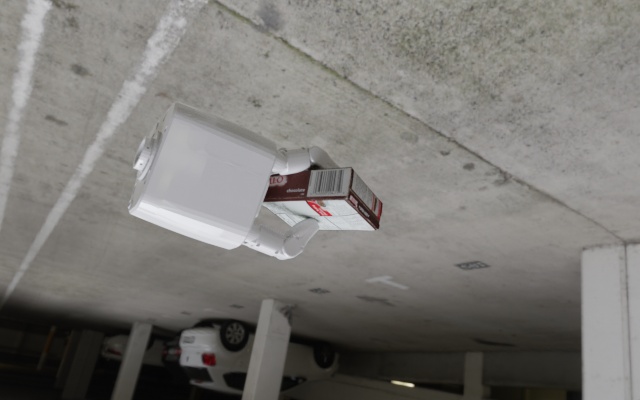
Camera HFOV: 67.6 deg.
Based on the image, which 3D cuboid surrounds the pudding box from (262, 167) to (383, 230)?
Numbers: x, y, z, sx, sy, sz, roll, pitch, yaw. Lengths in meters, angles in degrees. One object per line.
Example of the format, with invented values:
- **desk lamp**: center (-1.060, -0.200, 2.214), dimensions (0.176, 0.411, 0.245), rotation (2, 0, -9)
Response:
- **pudding box**: center (0.000, 0.002, 0.528), dimensions (0.113, 0.039, 0.090), rotation (0, -23, 29)
